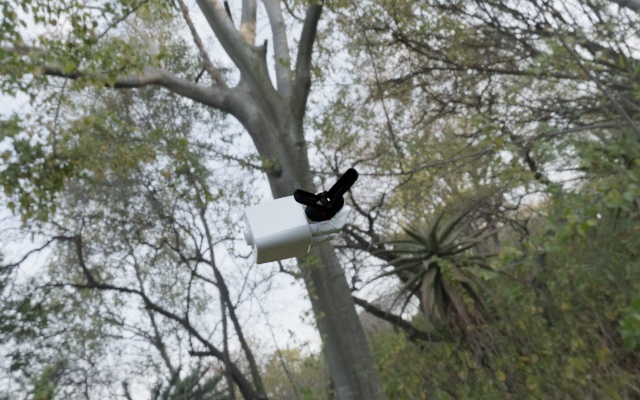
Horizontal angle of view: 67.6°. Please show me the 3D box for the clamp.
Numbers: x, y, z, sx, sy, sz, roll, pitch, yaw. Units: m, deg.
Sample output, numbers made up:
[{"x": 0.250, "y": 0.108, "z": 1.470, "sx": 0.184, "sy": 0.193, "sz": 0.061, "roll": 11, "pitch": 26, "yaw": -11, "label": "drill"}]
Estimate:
[{"x": 0.000, "y": 0.002, "z": 0.883, "sx": 0.120, "sy": 0.039, "sz": 0.172, "roll": -13, "pitch": -26, "yaw": -16, "label": "clamp"}]
